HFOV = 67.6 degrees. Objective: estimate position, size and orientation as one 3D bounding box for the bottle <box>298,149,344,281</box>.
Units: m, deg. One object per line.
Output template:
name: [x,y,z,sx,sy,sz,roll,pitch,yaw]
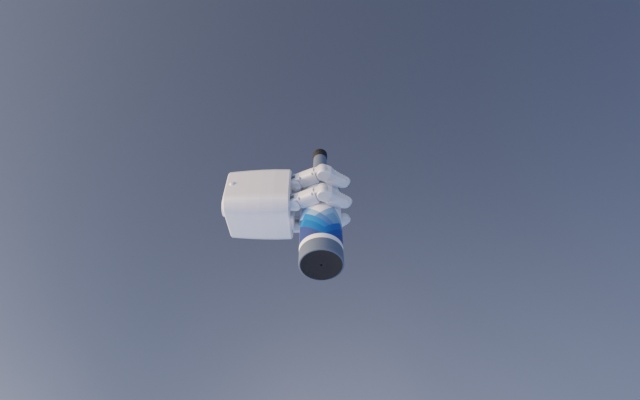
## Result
bottle: [0.000,0.003,0.803,0.069,0.069,0.295,0,38,-1]
